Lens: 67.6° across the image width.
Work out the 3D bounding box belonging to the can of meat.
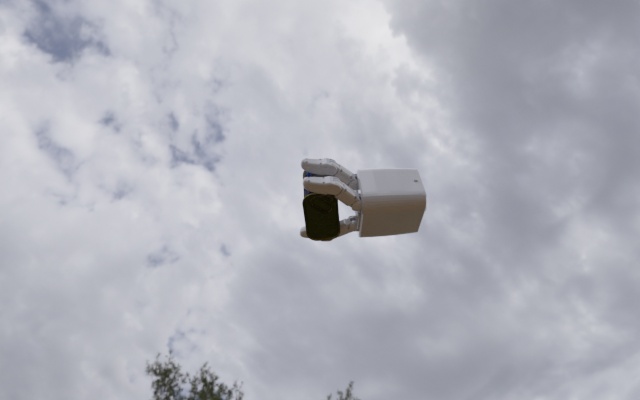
[{"bbox_3d":[0.000,0.003,0.808,0.057,0.102,0.084,-6,39,1],"label":"can of meat"}]
